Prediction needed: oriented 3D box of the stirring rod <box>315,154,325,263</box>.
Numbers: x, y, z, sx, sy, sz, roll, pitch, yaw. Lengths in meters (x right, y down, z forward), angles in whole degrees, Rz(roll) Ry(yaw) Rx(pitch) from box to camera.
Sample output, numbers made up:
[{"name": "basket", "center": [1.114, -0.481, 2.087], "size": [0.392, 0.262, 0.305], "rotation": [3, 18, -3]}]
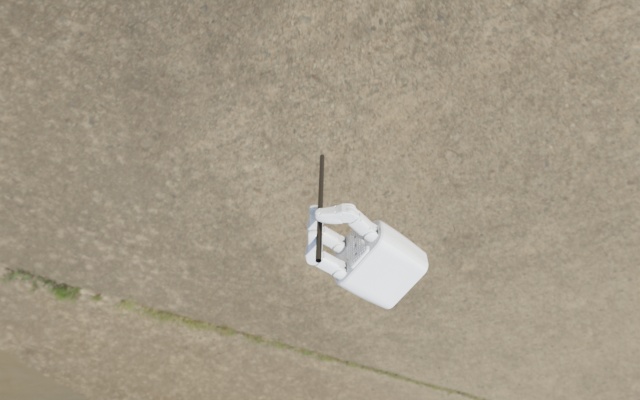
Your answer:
[{"name": "stirring rod", "center": [0.000, 0.002, 0.728], "size": [0.011, 0.011, 0.239], "rotation": [0, 41, 2]}]
